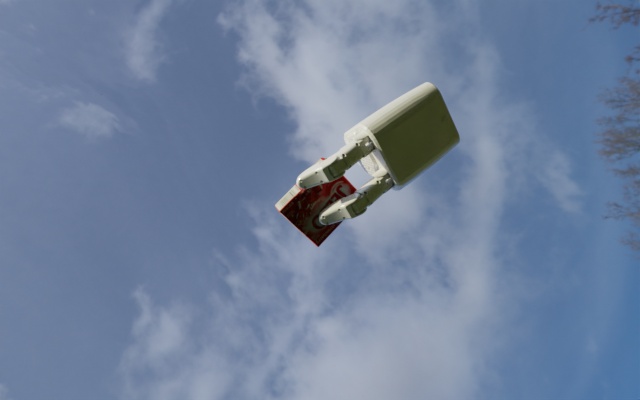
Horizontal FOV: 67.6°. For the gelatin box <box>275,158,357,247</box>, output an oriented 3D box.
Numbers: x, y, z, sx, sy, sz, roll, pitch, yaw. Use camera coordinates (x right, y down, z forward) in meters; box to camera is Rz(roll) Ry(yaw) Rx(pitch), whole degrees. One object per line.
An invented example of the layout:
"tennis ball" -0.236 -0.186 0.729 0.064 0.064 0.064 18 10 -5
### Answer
"gelatin box" 0.000 0.002 0.603 0.073 0.089 0.030 44 0 -24
